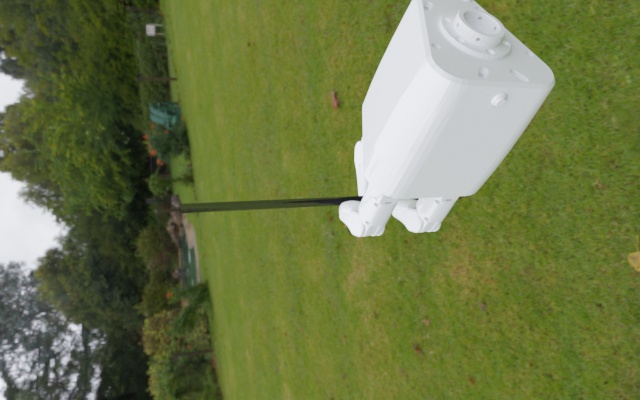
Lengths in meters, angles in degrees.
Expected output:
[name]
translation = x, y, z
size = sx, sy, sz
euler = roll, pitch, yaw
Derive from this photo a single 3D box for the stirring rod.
[stirring rod]
translation = 0.000, 0.001, 0.426
size = 0.239, 0.011, 0.011
euler = -3, 1, -20
